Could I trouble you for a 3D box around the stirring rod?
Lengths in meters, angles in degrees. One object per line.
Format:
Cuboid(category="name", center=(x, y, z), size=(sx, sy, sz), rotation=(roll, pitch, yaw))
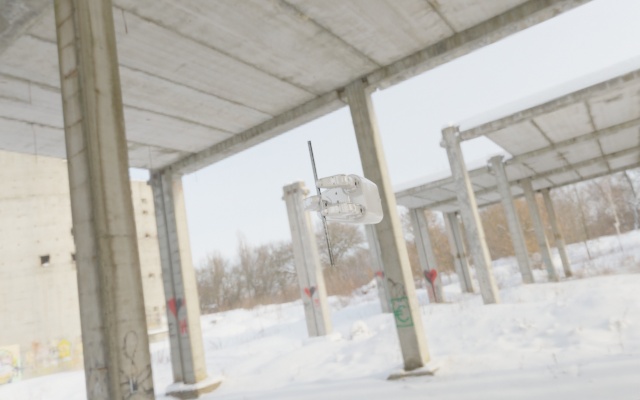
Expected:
Cuboid(category="stirring rod", center=(0.000, 0.003, 0.884), size=(0.011, 0.239, 0.011), rotation=(-10, -11, -2))
